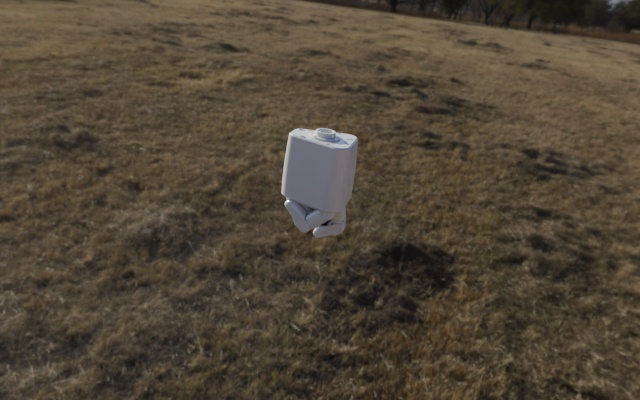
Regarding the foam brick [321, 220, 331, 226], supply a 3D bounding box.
[{"bbox_3d":[0.000,0.003,0.847,0.053,0.051,0.078,12,24,12],"label":"foam brick"}]
